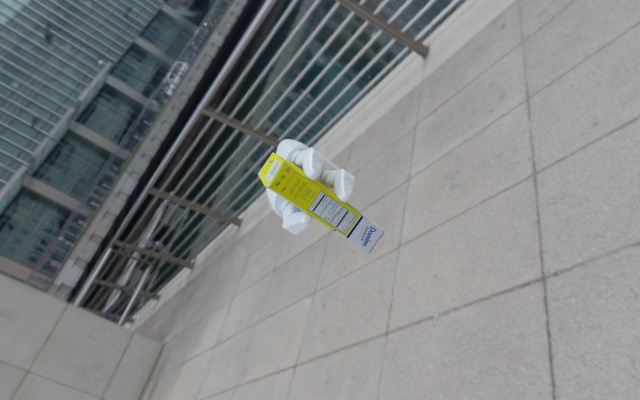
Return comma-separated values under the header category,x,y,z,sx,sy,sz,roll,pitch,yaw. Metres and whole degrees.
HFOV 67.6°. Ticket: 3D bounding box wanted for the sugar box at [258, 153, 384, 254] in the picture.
category,x,y,z,sx,sy,sz,roll,pitch,yaw
sugar box,0.000,0.002,0.675,0.176,0.048,0.093,31,4,-20
